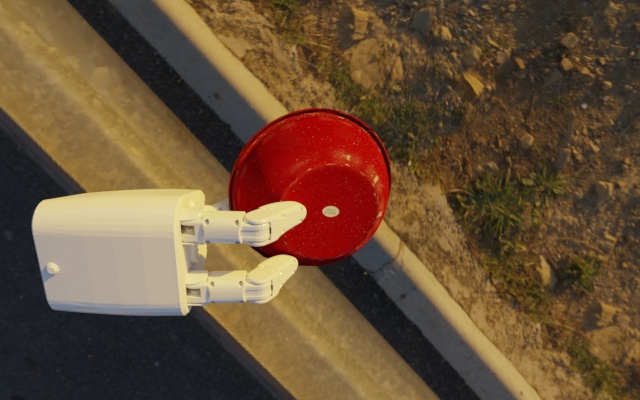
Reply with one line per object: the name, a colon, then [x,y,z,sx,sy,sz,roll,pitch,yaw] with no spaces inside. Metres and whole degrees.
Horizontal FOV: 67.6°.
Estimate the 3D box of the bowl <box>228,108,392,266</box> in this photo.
bowl: [0.001,0.001,0.434,0.162,0.162,0.055,0,23,-18]
